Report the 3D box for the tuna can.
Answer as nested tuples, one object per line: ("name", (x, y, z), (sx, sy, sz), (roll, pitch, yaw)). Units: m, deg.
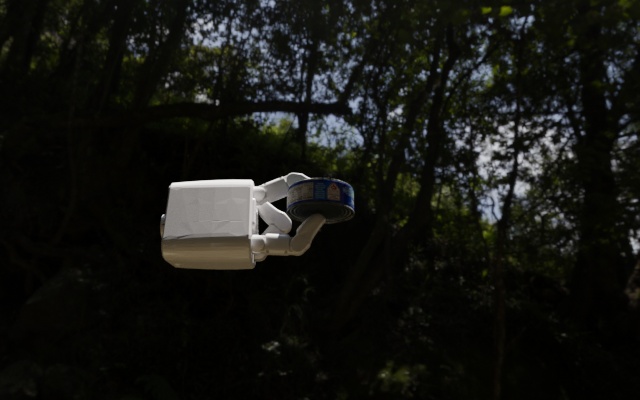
("tuna can", (0.000, 0.001, 0.604), (0.086, 0.033, 0.086), (1, -20, 0))
